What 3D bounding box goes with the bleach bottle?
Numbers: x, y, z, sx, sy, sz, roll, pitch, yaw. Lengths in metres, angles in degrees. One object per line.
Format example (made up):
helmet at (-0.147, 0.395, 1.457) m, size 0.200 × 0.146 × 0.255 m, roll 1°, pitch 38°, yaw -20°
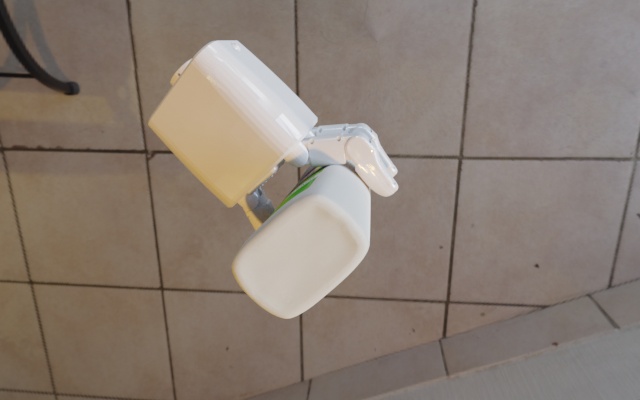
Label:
bleach bottle at (0.000, 0.001, 0.447) m, size 0.102 × 0.068 × 0.250 m, roll -42°, pitch 9°, yaw 17°
